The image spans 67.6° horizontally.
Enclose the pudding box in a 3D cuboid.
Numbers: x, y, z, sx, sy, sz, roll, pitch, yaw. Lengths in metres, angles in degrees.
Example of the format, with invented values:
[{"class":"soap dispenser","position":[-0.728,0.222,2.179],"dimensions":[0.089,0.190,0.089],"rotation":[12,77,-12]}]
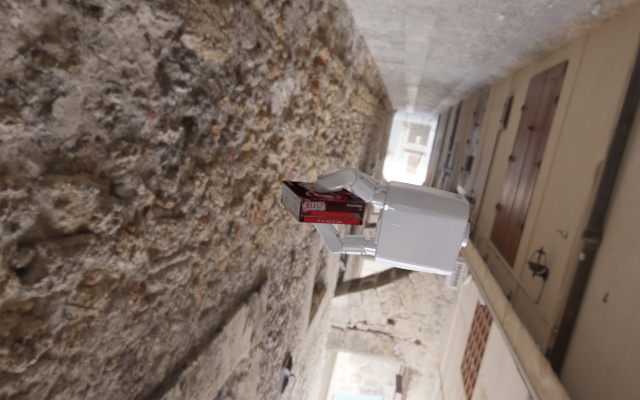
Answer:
[{"class":"pudding box","position":[0.000,0.002,0.658],"dimensions":[0.090,0.039,0.113],"rotation":[5,10,-19]}]
